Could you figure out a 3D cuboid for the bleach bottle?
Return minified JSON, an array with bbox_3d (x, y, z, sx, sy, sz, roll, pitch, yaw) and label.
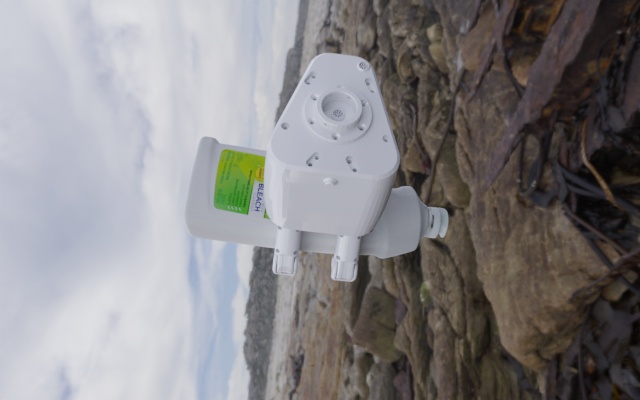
[{"bbox_3d":[0.000,0.002,0.478,0.251,0.102,0.068,6,-25,-2],"label":"bleach bottle"}]
